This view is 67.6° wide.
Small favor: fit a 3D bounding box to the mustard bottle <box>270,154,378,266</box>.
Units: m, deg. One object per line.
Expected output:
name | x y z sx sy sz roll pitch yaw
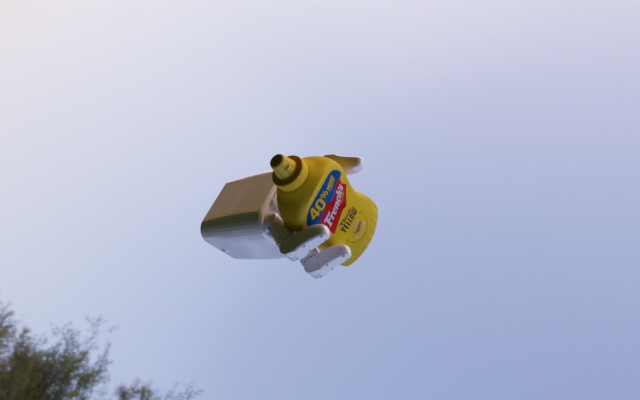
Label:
mustard bottle | 0.000 0.002 0.576 0.058 0.096 0.192 19 -16 41
